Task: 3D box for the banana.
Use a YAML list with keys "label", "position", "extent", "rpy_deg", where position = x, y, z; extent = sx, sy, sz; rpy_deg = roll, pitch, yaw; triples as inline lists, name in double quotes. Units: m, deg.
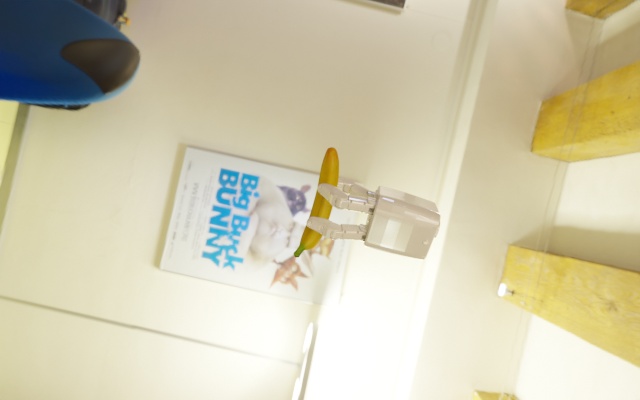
- label: "banana"
  position: [0.002, 0.005, 0.834]
  extent: [0.037, 0.198, 0.069]
  rpy_deg: [18, 7, 9]
